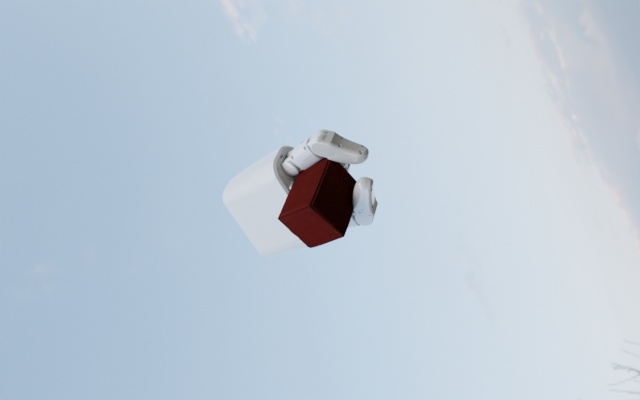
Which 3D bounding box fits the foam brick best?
[{"bbox_3d":[0.000,0.002,0.504,0.051,0.078,0.053,-23,-57,39],"label":"foam brick"}]
